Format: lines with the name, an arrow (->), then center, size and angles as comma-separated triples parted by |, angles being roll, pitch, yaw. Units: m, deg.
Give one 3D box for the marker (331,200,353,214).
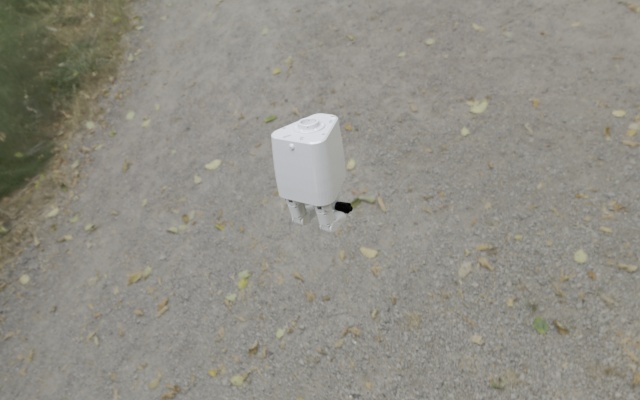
marker -> 0.000, 0.003, 0.819 | 0.121, 0.020, 0.020 | 13, 6, 29
